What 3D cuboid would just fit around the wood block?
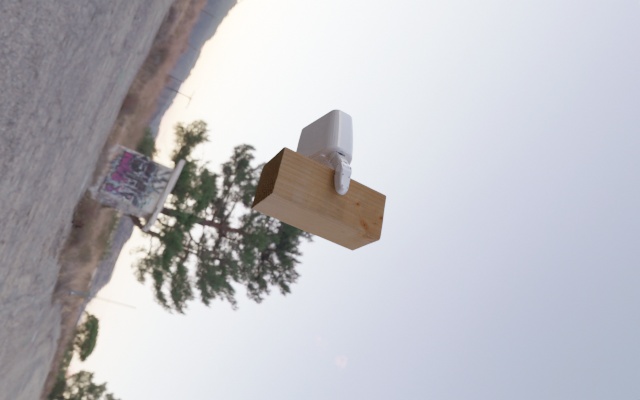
[{"bbox_3d":[0.000,0.002,0.818,0.206,0.090,0.091,24,-29,-22],"label":"wood block"}]
